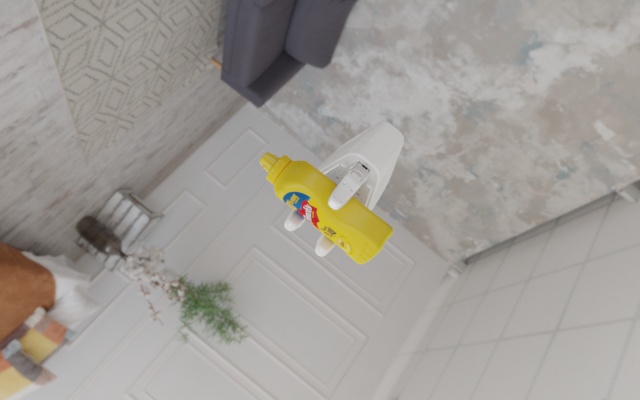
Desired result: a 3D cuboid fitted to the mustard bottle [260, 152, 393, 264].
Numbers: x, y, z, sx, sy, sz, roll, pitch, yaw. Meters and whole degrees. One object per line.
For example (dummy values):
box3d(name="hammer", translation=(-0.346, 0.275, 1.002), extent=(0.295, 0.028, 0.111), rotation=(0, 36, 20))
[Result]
box3d(name="mustard bottle", translation=(0.000, 0.002, 0.625), extent=(0.191, 0.058, 0.096), rotation=(39, -18, 1))
